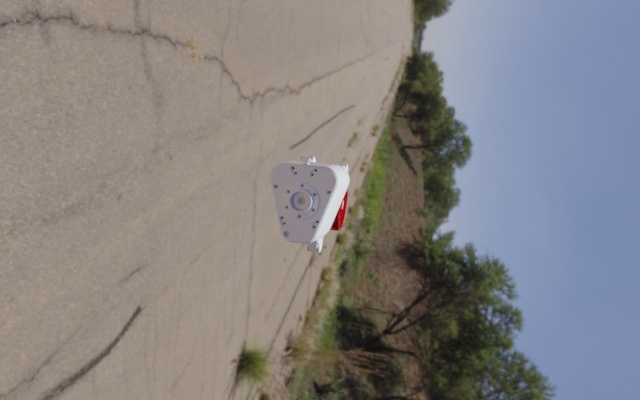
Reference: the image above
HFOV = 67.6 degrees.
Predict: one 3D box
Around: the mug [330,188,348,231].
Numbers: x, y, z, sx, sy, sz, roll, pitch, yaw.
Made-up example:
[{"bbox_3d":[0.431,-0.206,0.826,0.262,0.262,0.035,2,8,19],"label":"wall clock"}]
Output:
[{"bbox_3d":[0.001,0.003,0.784,0.081,0.093,0.117,8,6,9],"label":"mug"}]
